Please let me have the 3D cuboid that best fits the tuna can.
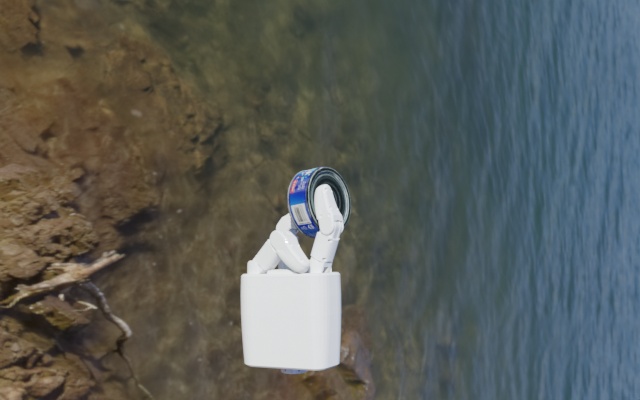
[{"bbox_3d":[0.001,0.002,0.589,0.034,0.086,0.086,-11,-7,39],"label":"tuna can"}]
